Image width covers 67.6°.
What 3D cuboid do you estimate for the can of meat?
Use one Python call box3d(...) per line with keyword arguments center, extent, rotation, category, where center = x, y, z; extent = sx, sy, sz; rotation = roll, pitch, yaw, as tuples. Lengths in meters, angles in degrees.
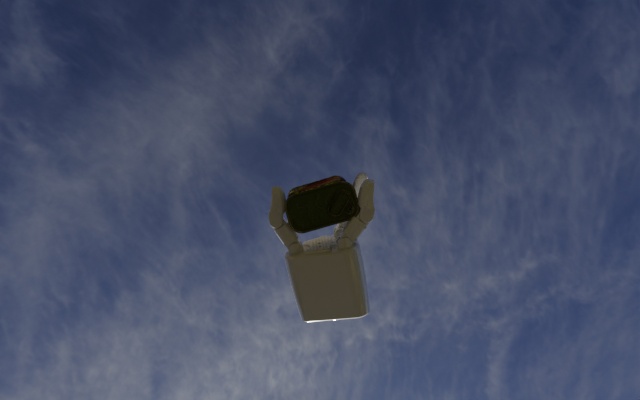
box3d(center=(0.000, 0.002, 0.702), extent=(0.102, 0.057, 0.084), rotation=(-16, 11, 0), category="can of meat")
